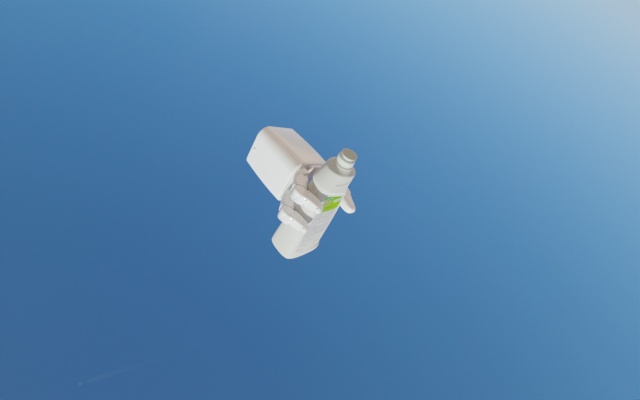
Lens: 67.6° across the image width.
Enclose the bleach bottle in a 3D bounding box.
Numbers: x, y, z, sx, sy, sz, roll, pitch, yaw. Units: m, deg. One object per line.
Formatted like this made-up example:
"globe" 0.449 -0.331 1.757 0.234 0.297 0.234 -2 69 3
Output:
"bleach bottle" 0.000 0.003 0.873 0.102 0.068 0.251 -22 -26 -46
